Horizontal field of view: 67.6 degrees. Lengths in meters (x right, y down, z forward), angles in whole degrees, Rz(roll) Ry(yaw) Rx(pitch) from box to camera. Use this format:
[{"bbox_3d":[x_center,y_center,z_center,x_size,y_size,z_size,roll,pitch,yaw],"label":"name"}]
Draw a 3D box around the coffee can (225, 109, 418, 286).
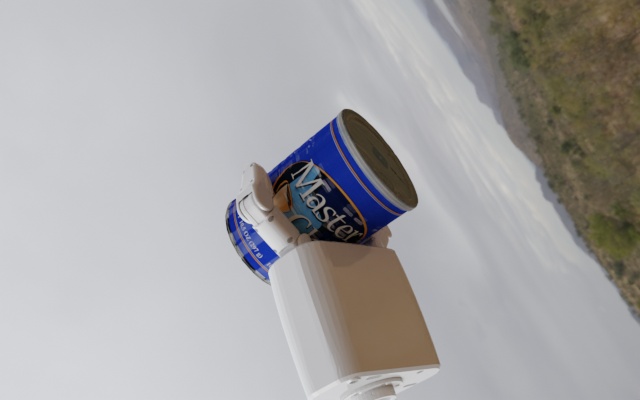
[{"bbox_3d":[0.000,0.001,0.428,0.140,0.102,0.103,-37,-16,22],"label":"coffee can"}]
